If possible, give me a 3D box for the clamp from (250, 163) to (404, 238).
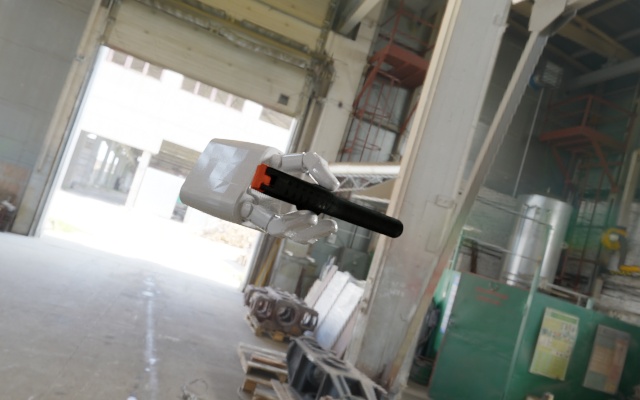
[{"bbox_3d":[0.000,0.001,0.576,0.164,0.036,0.210,15,-5,30],"label":"clamp"}]
